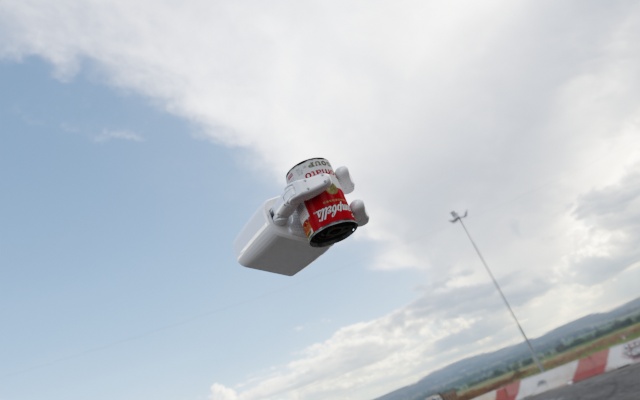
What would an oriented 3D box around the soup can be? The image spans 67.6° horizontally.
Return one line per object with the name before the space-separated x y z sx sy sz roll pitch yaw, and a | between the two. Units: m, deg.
soup can | 0.000 0.002 0.637 0.068 0.102 0.068 -18 -25 -9
